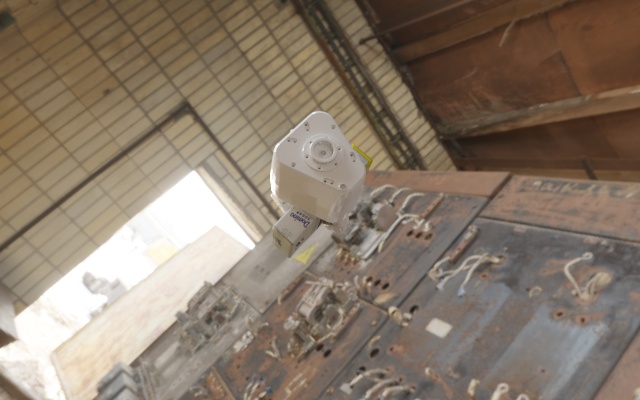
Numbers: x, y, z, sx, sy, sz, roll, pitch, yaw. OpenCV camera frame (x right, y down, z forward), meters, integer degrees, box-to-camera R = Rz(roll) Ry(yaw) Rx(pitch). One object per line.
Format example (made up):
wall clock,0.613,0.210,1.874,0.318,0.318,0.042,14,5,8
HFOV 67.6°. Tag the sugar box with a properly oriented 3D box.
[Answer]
sugar box,0.000,0.002,0.719,0.176,0.048,0.093,-44,-9,-18
